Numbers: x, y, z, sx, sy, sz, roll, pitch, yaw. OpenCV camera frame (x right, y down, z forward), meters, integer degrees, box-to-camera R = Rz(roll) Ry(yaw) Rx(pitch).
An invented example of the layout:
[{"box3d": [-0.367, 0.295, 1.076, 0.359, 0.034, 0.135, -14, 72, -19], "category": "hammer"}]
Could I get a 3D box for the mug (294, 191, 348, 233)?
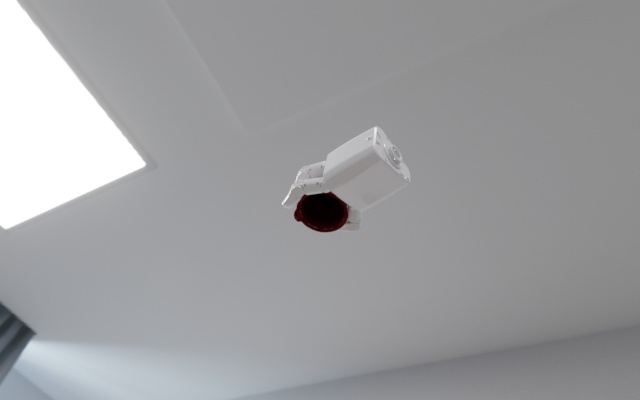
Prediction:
[{"box3d": [-0.001, 0.003, 0.881, 0.117, 0.093, 0.081, -29, 26, 28], "category": "mug"}]
